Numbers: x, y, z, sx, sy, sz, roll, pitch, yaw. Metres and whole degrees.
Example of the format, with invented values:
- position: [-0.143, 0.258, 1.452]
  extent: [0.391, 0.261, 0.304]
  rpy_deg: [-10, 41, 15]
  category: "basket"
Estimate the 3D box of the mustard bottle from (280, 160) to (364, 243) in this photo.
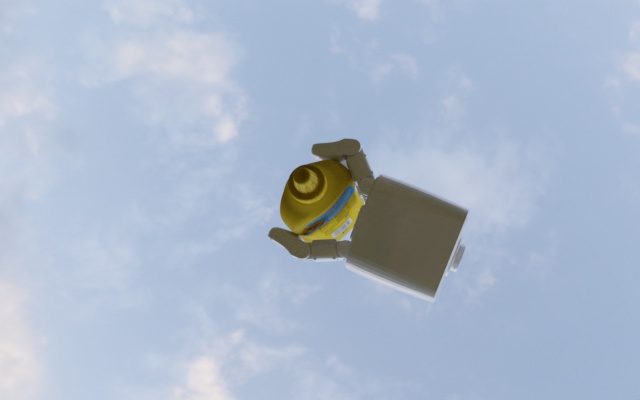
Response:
- position: [0.000, 0.002, 0.565]
  extent: [0.096, 0.058, 0.192]
  rpy_deg: [-42, -19, -2]
  category: "mustard bottle"
